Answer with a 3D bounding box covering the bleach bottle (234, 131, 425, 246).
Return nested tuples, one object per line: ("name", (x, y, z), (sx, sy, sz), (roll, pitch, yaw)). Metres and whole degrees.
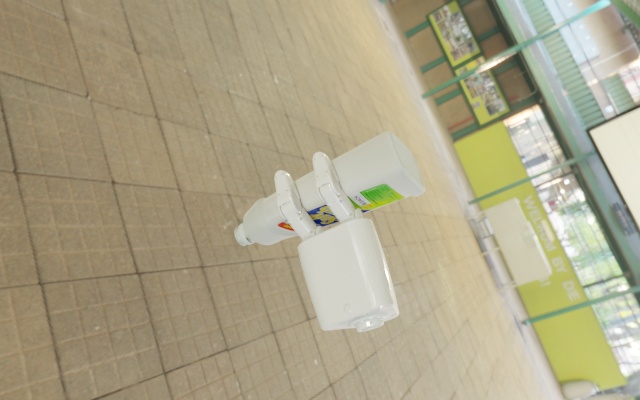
("bleach bottle", (0.000, 0.002, 0.619), (0.251, 0.068, 0.102), (-25, -27, 21))
